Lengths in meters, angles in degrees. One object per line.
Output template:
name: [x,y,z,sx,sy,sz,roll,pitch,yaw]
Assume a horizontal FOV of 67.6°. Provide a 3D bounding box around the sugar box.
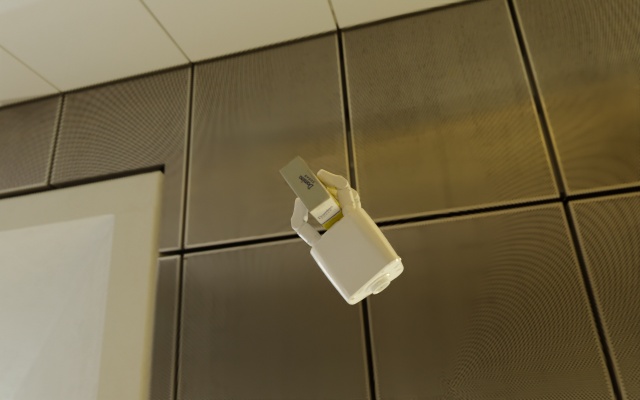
sugar box: [0.001,0.002,0.794,0.048,0.093,0.176,-37,-25,-1]
